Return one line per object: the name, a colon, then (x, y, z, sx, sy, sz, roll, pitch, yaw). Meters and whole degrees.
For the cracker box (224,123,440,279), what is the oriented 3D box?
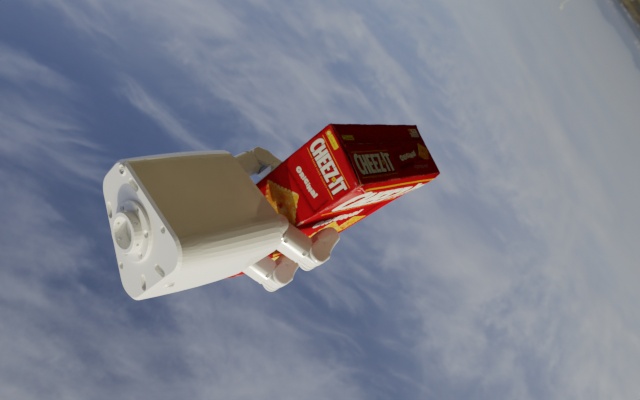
cracker box: (0.000, 0.002, 0.522, 0.214, 0.072, 0.164, -34, -14, 36)
